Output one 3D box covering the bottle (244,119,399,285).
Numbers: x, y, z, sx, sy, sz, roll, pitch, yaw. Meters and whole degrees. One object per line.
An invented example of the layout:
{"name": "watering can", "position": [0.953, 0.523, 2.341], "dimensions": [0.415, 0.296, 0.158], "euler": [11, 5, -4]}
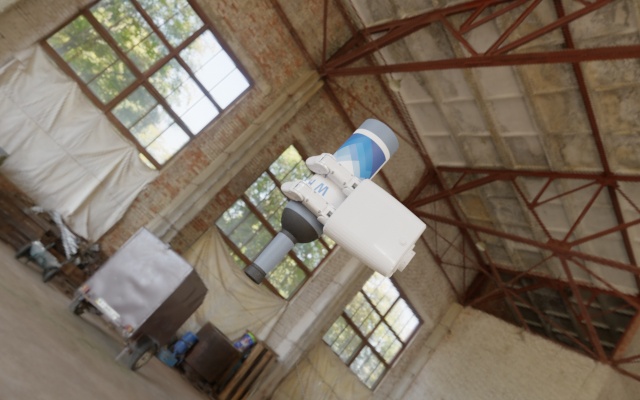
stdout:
{"name": "bottle", "position": [0.000, 0.002, 0.692], "dimensions": [0.069, 0.295, 0.069], "euler": [37, -19, 15]}
